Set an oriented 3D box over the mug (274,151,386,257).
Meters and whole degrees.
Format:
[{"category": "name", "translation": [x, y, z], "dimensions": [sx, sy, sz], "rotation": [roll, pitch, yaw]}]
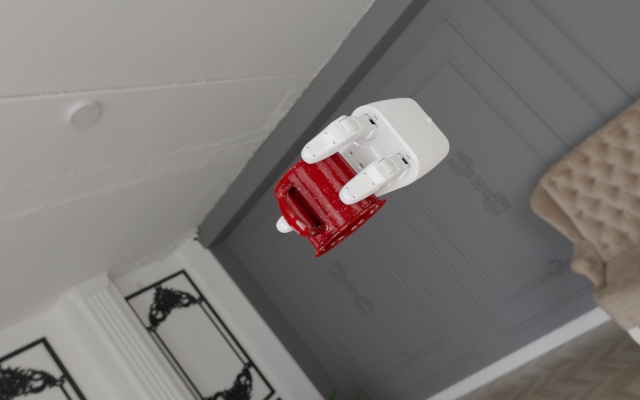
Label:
[{"category": "mug", "translation": [-0.001, 0.002, 0.484], "dimensions": [0.093, 0.081, 0.117], "rotation": [-46, -12, 36]}]
